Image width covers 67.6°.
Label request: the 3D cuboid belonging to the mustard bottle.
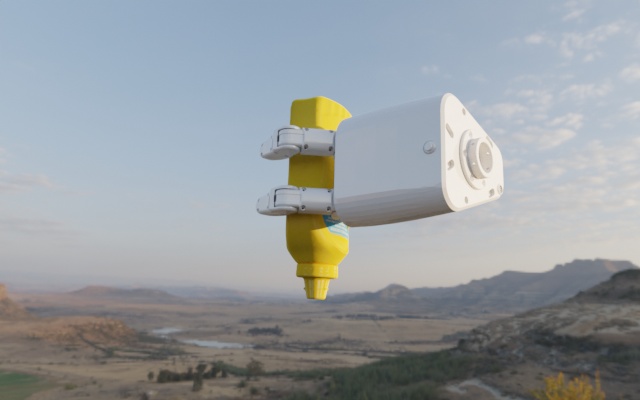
[{"bbox_3d":[0.000,0.001,0.479,0.058,0.191,0.096,-2,-12,20],"label":"mustard bottle"}]
